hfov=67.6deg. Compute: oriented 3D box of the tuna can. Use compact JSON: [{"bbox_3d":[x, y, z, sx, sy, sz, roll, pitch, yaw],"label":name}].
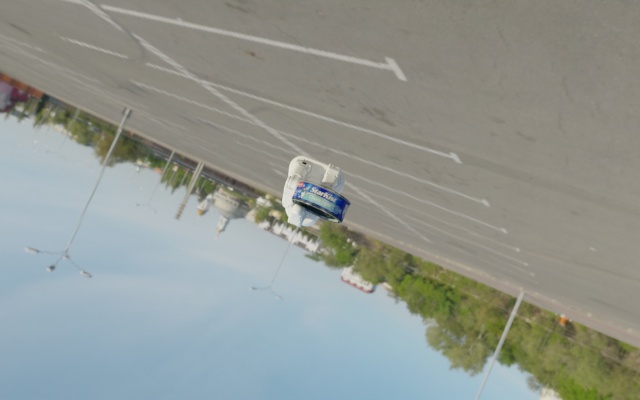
[{"bbox_3d":[0.000,0.003,0.723,0.086,0.033,0.086,24,-9,4],"label":"tuna can"}]
